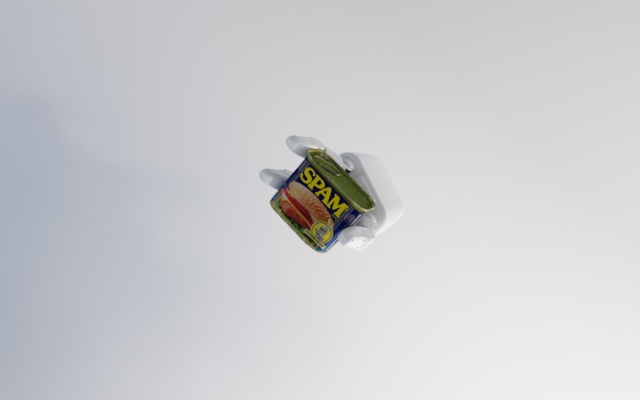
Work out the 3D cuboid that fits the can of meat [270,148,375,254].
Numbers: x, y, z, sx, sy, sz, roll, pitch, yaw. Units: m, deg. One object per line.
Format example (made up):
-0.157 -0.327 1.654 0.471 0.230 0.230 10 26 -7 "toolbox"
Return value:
0.000 0.002 0.580 0.084 0.102 0.057 -48 -11 22 "can of meat"
